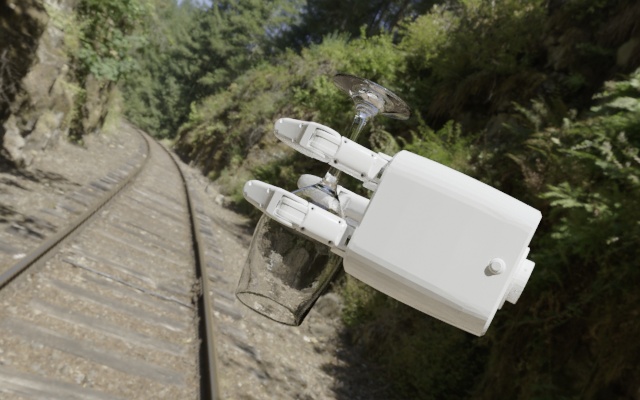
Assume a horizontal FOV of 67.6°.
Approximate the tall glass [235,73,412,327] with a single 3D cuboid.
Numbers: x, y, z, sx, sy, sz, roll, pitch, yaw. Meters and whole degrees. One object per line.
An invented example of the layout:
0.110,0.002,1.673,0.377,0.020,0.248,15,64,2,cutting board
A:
0.000,0.001,0.401,0.079,0.201,0.079,27,-1,1,tall glass
